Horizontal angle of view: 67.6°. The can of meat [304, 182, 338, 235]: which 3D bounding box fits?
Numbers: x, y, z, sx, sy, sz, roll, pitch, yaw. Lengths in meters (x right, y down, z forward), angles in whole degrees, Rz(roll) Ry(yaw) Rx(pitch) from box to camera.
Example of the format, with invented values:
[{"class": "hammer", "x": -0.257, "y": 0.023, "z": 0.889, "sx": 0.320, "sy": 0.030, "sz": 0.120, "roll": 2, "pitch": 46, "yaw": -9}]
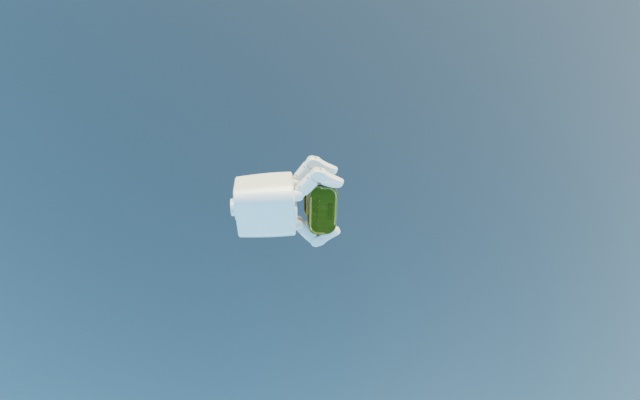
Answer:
[{"class": "can of meat", "x": 0.000, "y": 0.003, "z": 0.891, "sx": 0.057, "sy": 0.102, "sz": 0.084, "roll": -1, "pitch": 24, "yaw": -6}]
